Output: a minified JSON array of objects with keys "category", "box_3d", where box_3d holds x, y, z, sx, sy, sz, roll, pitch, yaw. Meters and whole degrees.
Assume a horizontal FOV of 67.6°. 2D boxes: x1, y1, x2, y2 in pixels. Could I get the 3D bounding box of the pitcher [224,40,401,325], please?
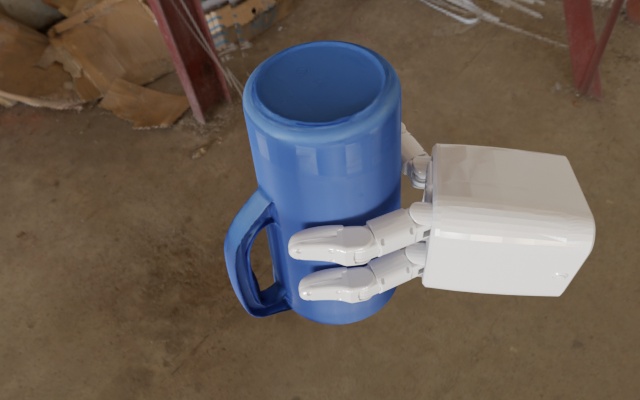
[{"category":"pitcher","box_3d":[0.000,0.001,0.405,0.145,0.149,0.243,6,-38,10]}]
